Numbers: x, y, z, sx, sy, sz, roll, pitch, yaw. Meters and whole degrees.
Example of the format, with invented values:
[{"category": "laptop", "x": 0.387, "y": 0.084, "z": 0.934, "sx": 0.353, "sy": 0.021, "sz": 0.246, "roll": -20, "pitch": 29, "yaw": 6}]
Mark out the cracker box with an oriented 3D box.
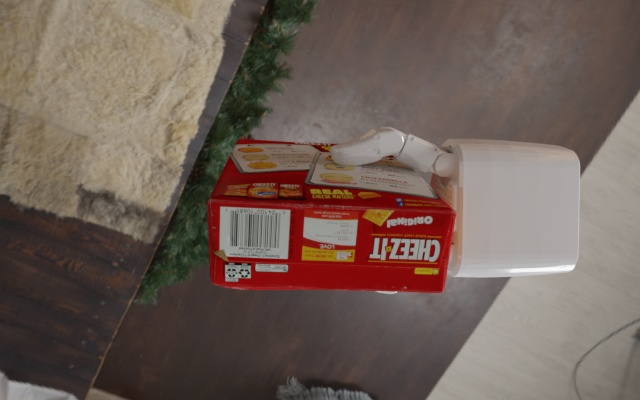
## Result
[{"category": "cracker box", "x": 0.000, "y": 0.001, "z": 0.414, "sx": 0.164, "sy": 0.072, "sz": 0.213, "roll": 2, "pitch": 17, "yaw": -5}]
